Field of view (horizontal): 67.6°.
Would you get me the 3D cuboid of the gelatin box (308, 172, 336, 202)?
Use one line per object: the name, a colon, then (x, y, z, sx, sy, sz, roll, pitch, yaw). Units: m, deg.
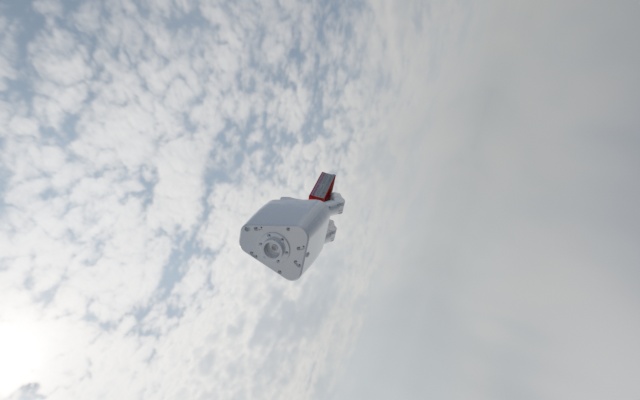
gelatin box: (0.000, 0.002, 0.841, 0.030, 0.073, 0.089, 14, 35, 7)
